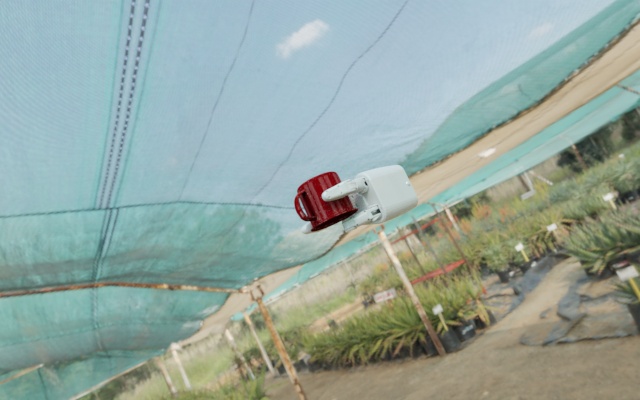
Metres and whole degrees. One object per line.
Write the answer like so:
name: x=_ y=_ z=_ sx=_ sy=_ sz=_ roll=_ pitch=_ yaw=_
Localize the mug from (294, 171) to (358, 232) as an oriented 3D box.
mug: x=-0.001 y=0.003 z=0.850 sx=0.117 sy=0.081 sz=0.093 roll=-16 pitch=-14 yaw=-41
